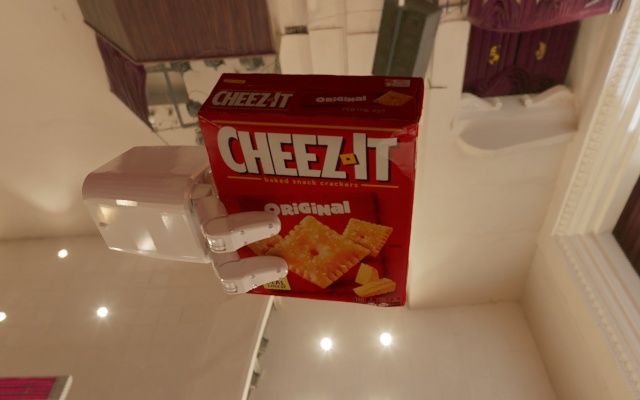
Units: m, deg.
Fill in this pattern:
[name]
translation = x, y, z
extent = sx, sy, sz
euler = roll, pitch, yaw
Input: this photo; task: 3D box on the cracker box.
[cracker box]
translation = 0.000, 0.001, 0.422
extent = 0.164, 0.214, 0.072
euler = 4, 43, 10
